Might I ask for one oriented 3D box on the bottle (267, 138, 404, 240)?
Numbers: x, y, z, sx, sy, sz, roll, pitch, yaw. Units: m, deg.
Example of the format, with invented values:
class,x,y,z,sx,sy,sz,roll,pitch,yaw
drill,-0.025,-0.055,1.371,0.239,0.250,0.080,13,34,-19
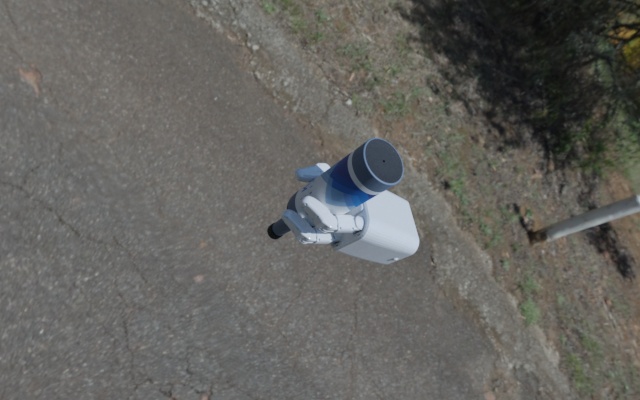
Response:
class,x,y,z,sx,sy,sz,roll,pitch,yaw
bottle,0.000,0.002,0.715,0.069,0.069,0.296,0,-21,-36
